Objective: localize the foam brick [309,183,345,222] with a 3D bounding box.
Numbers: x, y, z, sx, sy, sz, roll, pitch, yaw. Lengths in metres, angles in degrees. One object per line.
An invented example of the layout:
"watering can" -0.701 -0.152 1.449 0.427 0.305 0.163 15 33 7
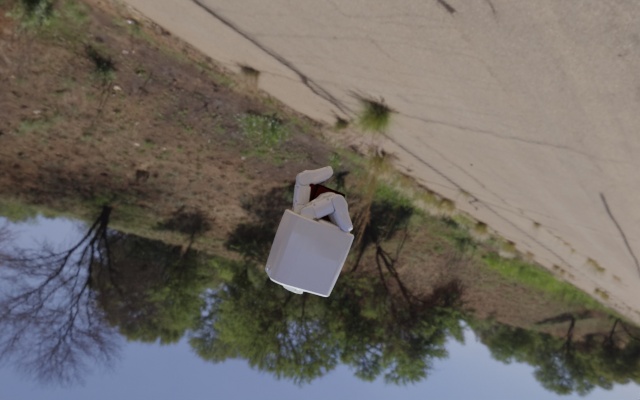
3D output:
"foam brick" 0.000 0.003 0.804 0.053 0.051 0.078 21 -1 -14
